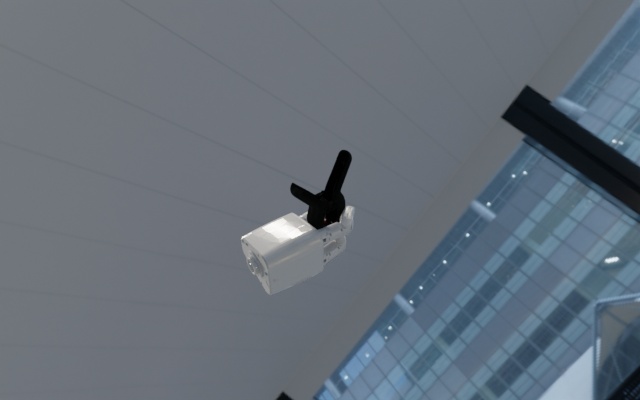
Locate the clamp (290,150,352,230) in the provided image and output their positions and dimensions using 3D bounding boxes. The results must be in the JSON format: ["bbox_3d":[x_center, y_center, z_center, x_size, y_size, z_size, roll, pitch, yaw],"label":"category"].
[{"bbox_3d":[0.000,0.002,0.810,0.120,0.172,0.039,-24,48,-25],"label":"clamp"}]
